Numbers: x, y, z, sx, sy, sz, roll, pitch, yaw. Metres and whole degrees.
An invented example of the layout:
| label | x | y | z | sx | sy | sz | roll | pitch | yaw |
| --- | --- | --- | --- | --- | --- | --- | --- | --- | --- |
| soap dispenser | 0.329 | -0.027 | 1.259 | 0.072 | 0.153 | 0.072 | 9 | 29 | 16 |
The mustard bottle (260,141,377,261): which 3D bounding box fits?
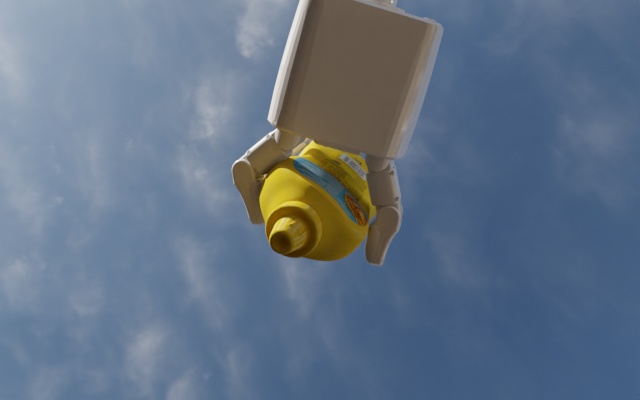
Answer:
| label | x | y | z | sx | sy | sz | roll | pitch | yaw |
| --- | --- | --- | --- | --- | --- | --- | --- | --- | --- |
| mustard bottle | 0.000 | 0.002 | 0.410 | 0.058 | 0.096 | 0.191 | -46 | 0 | 23 |
